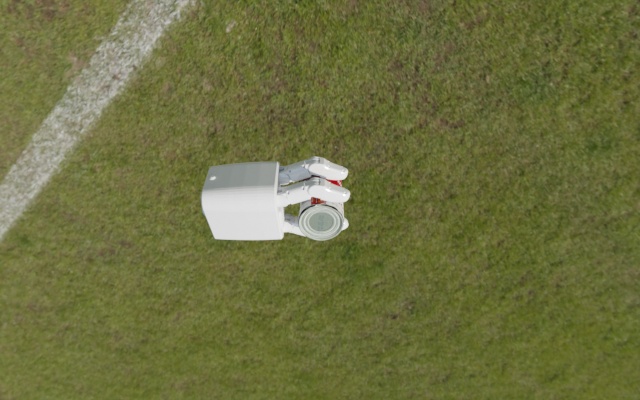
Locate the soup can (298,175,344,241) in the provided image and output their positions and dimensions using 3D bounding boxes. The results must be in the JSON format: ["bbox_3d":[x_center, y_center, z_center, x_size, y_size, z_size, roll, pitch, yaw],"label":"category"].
[{"bbox_3d":[0.001,0.003,0.718,0.068,0.069,0.102,0,37,-1],"label":"soup can"}]
